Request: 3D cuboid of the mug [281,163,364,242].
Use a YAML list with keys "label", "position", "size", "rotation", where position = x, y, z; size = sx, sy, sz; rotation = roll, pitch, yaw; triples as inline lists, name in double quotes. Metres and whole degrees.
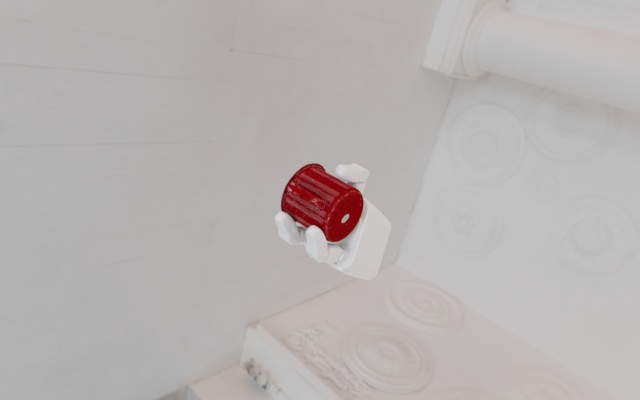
- label: "mug"
  position: [0.000, 0.002, 0.653]
  size: [0.081, 0.093, 0.117]
  rotation: [30, -1, 34]
